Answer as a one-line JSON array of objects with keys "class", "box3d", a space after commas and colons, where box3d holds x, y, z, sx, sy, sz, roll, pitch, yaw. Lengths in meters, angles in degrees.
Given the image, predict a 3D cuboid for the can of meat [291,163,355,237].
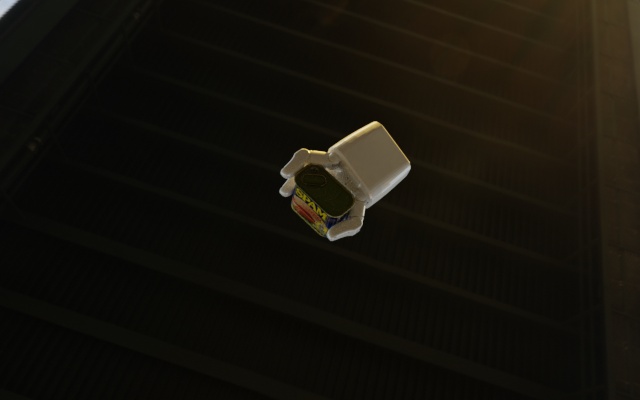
[{"class": "can of meat", "box3d": [0.000, 0.003, 0.783, 0.057, 0.102, 0.084, -39, -17, -27]}]
